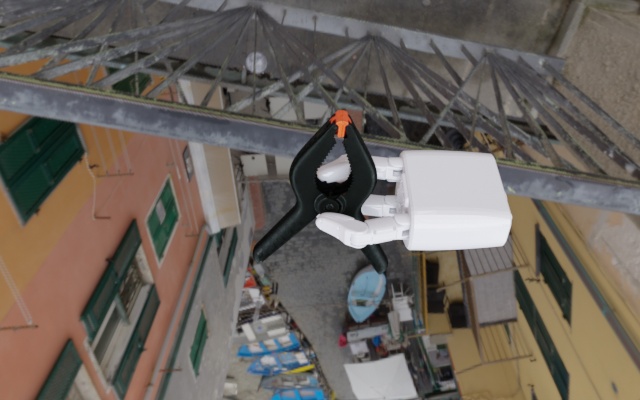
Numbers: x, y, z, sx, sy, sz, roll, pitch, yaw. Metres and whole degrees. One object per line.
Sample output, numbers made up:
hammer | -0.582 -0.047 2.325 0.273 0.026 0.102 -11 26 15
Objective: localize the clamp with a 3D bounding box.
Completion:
clamp | 0.000 0.002 0.533 0.164 0.210 0.036 -1 35 -1
